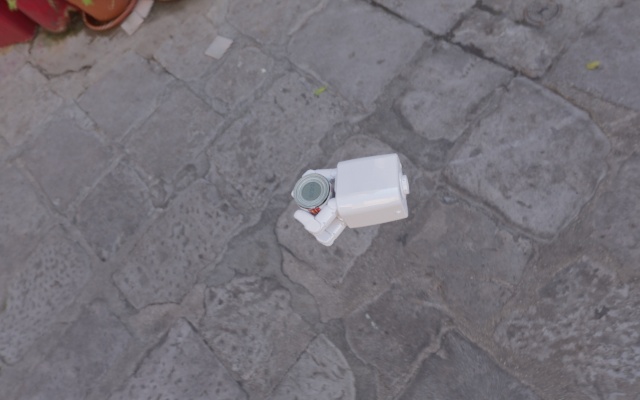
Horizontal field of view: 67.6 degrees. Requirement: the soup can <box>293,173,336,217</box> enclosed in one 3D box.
[{"bbox_3d":[0.000,0.003,0.846,0.068,0.068,0.102,0,-23,20],"label":"soup can"}]
